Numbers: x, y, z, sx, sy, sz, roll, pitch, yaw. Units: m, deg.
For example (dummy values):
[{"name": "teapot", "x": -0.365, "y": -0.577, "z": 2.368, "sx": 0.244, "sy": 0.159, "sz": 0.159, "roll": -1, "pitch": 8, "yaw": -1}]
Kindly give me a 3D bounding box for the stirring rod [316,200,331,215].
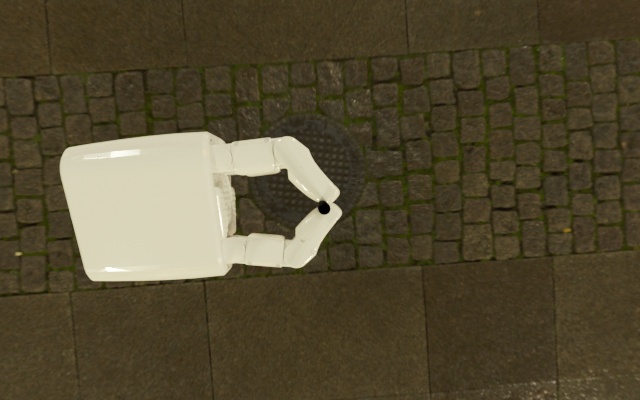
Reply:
[{"name": "stirring rod", "x": 0.000, "y": 0.001, "z": 0.425, "sx": 0.011, "sy": 0.011, "sz": 0.239, "roll": 0, "pitch": 2, "yaw": -1}]
